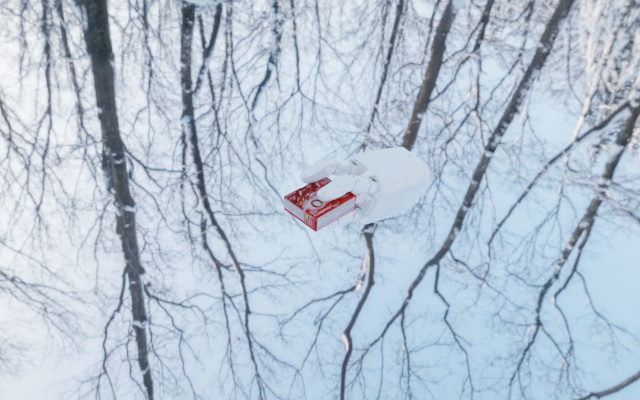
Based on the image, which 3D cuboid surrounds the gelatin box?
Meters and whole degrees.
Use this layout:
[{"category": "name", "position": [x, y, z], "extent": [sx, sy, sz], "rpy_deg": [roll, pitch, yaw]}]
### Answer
[{"category": "gelatin box", "position": [0.000, 0.003, 0.732], "extent": [0.089, 0.030, 0.073], "rpy_deg": [-29, 47, -34]}]
